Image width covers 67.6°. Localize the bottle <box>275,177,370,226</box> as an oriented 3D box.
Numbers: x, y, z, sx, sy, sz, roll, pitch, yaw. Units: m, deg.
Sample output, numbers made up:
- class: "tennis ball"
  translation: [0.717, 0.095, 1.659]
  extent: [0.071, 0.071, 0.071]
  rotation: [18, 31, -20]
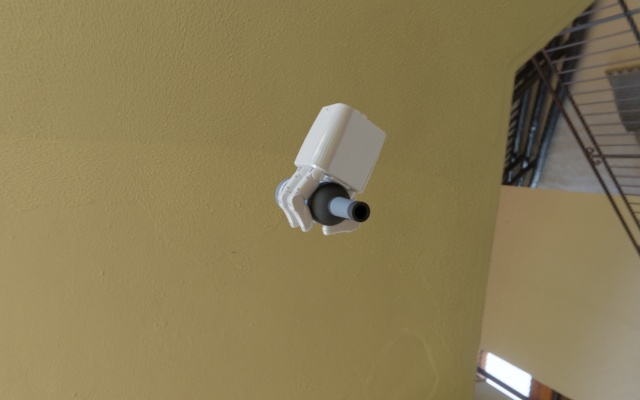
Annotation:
- class: "bottle"
  translation: [0.000, 0.003, 0.754]
  extent: [0.069, 0.069, 0.295]
  rotation: [0, 5, -21]
